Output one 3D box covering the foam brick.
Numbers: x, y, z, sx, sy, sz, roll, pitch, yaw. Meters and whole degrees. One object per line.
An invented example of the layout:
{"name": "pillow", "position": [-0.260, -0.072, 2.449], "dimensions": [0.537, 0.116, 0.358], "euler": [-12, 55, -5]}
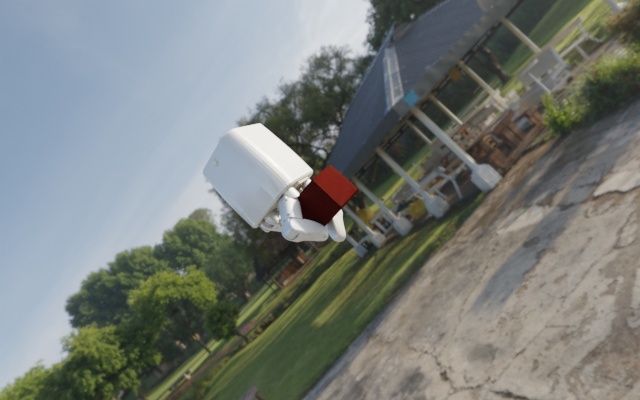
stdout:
{"name": "foam brick", "position": [0.000, 0.002, 0.620], "dimensions": [0.078, 0.051, 0.053], "euler": [-48, -5, 39]}
